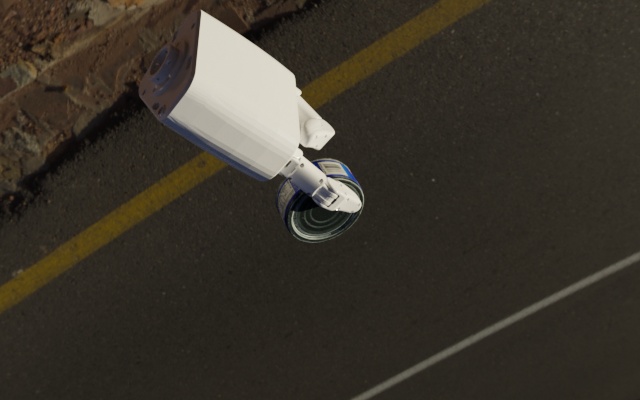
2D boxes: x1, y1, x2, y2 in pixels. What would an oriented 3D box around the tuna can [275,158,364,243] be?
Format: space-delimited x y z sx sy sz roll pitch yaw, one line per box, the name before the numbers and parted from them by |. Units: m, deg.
tuna can | 0.000 0.002 0.484 0.086 0.086 0.033 0 38 -28
